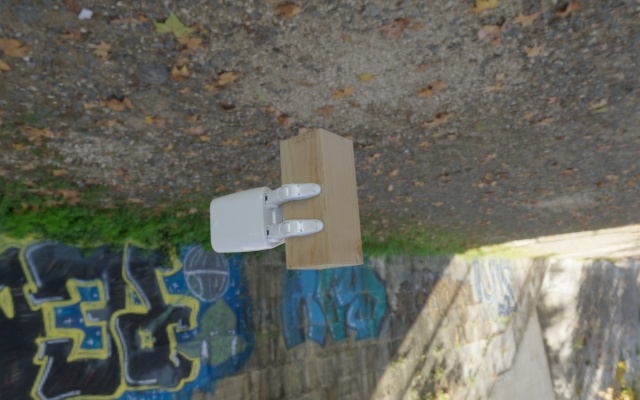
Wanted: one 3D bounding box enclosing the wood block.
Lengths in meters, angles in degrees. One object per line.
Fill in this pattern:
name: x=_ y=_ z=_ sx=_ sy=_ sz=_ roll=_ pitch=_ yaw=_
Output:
wood block: x=0.000 y=0.003 z=0.764 sx=0.090 sy=0.206 sz=0.091 roll=-13 pitch=-14 yaw=36
